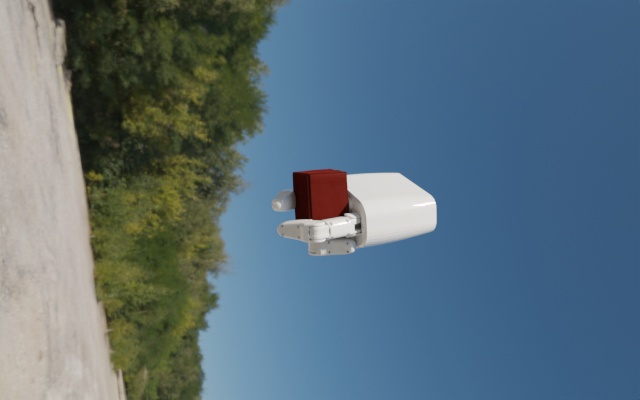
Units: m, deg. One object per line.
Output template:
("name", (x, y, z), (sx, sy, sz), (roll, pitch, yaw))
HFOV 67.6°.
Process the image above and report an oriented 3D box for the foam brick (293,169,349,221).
("foam brick", (0.000, 0.002, 0.581), (0.051, 0.078, 0.053), (-7, 11, -22))
